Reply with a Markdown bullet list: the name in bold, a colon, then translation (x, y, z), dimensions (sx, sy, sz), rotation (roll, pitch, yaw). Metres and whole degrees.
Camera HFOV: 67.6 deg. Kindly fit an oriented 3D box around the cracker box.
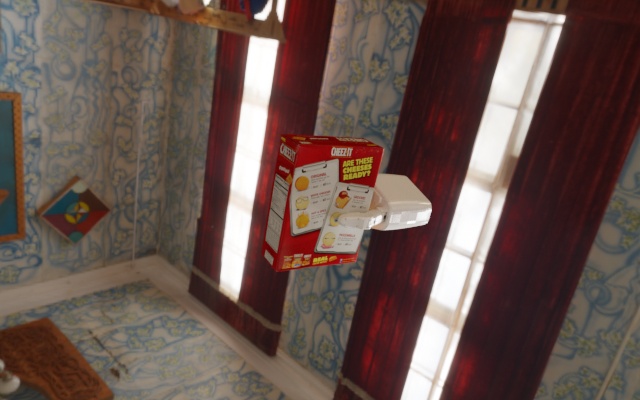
- **cracker box**: translation (0.000, 0.003, 0.790), dimensions (0.164, 0.214, 0.072), rotation (-2, 23, -33)
